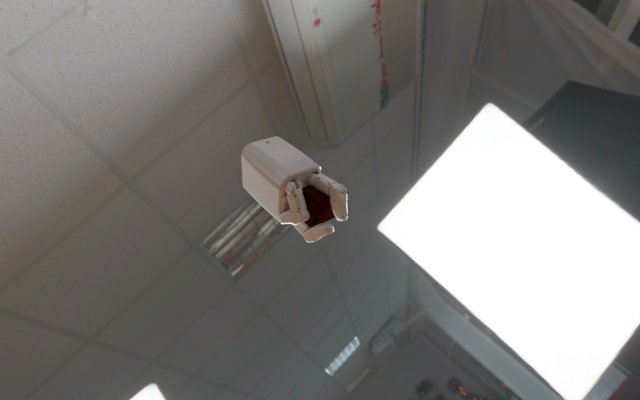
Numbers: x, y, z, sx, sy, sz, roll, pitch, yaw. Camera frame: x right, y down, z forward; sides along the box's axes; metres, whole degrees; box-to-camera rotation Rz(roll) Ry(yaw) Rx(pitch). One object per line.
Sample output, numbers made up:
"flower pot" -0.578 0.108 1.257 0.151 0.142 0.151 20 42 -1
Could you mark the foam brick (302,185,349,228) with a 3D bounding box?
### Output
"foam brick" 0.000 0.003 0.816 0.051 0.053 0.078 39 38 25
